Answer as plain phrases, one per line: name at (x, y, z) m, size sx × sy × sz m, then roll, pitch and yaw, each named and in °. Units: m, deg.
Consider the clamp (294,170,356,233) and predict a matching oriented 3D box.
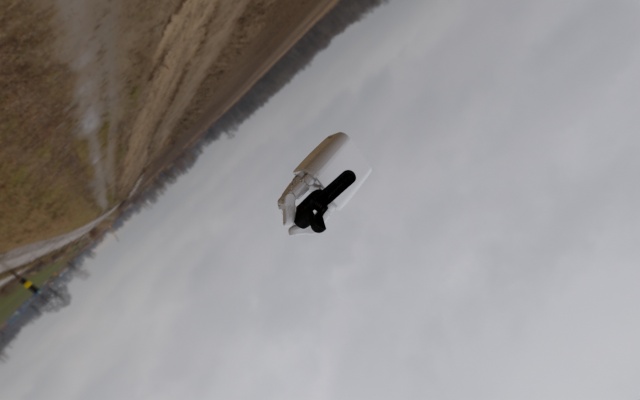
clamp at (0.000, 0.003, 0.829) m, size 0.039 × 0.120 × 0.171 m, roll 44°, pitch -15°, yaw -15°
